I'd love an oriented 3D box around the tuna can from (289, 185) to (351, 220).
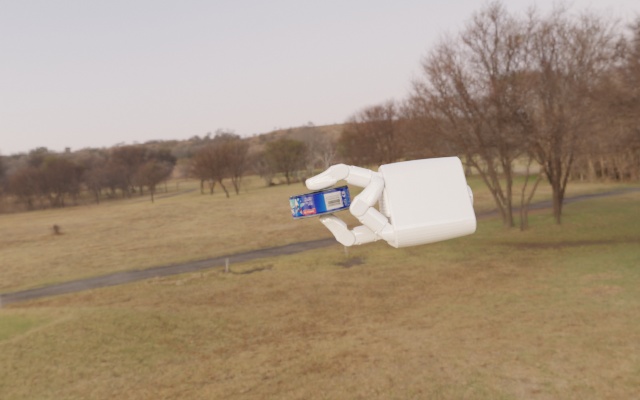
[{"bbox_3d":[0.000,0.002,0.671,0.086,0.034,0.086,-11,2,0],"label":"tuna can"}]
